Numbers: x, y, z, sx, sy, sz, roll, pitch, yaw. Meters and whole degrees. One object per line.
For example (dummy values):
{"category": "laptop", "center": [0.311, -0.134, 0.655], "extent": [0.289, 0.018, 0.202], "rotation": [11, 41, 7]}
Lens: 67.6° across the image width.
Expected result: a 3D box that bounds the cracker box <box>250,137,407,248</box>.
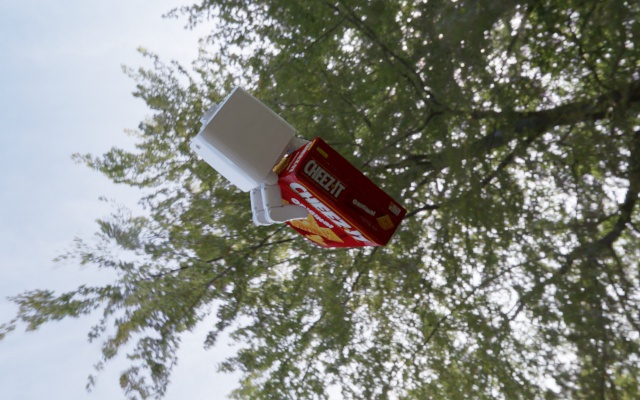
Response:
{"category": "cracker box", "center": [0.000, 0.002, 0.719], "extent": [0.164, 0.072, 0.214], "rotation": [38, -19, -15]}
